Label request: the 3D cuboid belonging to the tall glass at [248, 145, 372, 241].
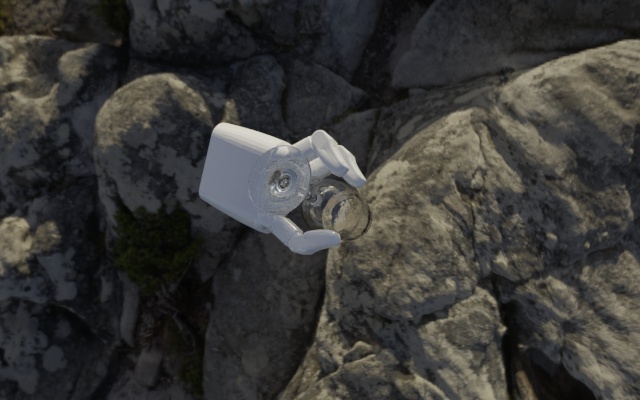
[{"bbox_3d":[0.000,0.002,0.572,0.079,0.079,0.201,0,-14,27],"label":"tall glass"}]
